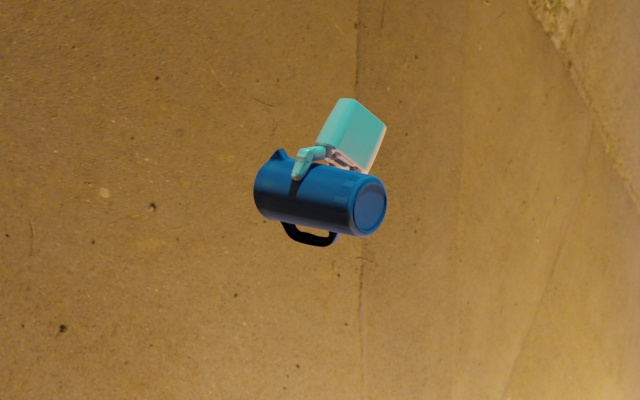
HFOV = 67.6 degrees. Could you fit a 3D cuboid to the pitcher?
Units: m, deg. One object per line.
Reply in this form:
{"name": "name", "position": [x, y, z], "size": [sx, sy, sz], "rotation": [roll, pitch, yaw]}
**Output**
{"name": "pitcher", "position": [0.000, 0.003, 0.887], "size": [0.243, 0.145, 0.149], "rotation": [13, -19, 43]}
